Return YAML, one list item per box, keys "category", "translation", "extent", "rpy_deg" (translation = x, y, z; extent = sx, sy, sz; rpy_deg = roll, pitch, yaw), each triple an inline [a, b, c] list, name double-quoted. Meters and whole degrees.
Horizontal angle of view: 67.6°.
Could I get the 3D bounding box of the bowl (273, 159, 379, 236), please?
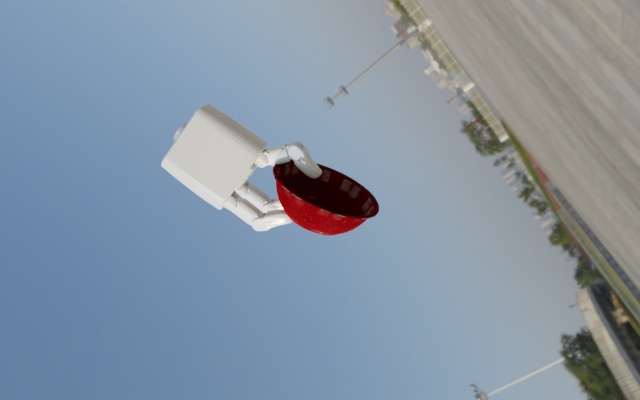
- category: "bowl"
  translation: [0.001, 0.003, 0.685]
  extent: [0.162, 0.055, 0.162]
  rpy_deg: [19, 23, -8]
